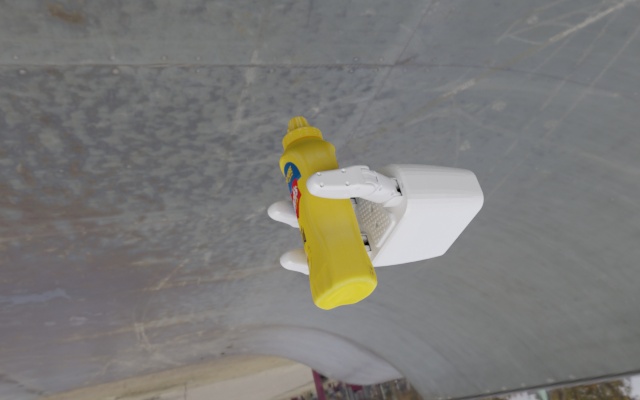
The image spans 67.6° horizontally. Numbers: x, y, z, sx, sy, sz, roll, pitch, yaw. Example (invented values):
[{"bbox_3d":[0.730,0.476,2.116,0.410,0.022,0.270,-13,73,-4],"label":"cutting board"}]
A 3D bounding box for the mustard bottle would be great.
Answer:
[{"bbox_3d":[0.000,0.002,0.462,0.058,0.191,0.096,-12,-23,-8],"label":"mustard bottle"}]
